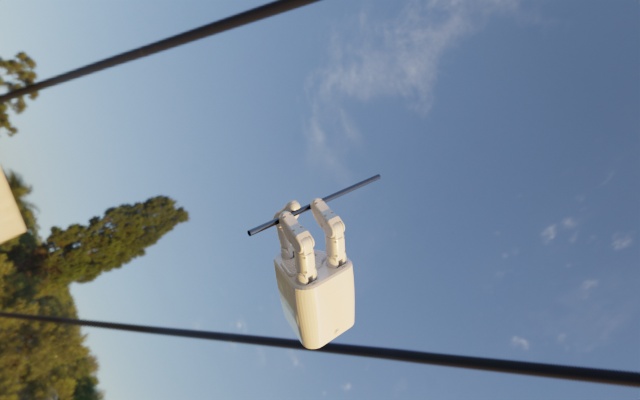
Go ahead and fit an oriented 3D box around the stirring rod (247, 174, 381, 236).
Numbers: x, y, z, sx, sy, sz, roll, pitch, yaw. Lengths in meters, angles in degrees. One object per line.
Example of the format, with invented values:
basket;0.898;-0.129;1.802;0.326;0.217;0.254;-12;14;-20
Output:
stirring rod;0.000;0.002;0.673;0.239;0.011;0.011;-24;14;-35
